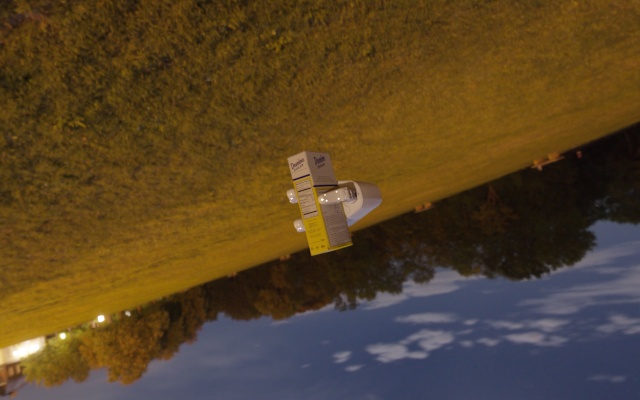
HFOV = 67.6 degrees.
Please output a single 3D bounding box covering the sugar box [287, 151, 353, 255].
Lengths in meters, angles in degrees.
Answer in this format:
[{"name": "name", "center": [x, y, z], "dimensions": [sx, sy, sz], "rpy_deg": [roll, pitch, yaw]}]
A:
[{"name": "sugar box", "center": [0.000, 0.003, 0.848], "dimensions": [0.048, 0.176, 0.093], "rpy_deg": [-19, -7, 28]}]
